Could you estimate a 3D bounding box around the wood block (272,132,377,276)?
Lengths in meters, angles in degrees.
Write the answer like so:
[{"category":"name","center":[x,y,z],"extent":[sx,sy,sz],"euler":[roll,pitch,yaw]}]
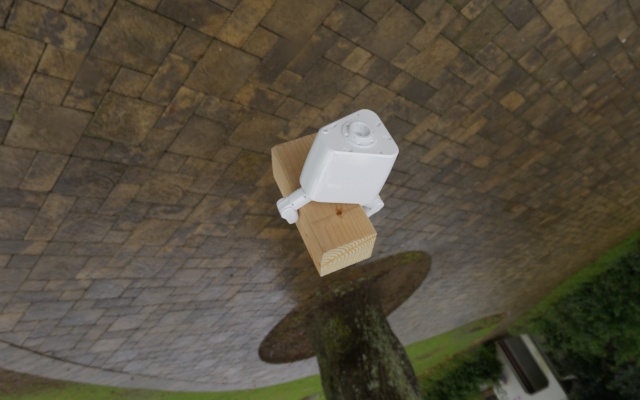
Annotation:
[{"category":"wood block","center":[0.000,0.003,0.773],"extent":[0.091,0.206,0.090],"euler":[-19,-29,-14]}]
